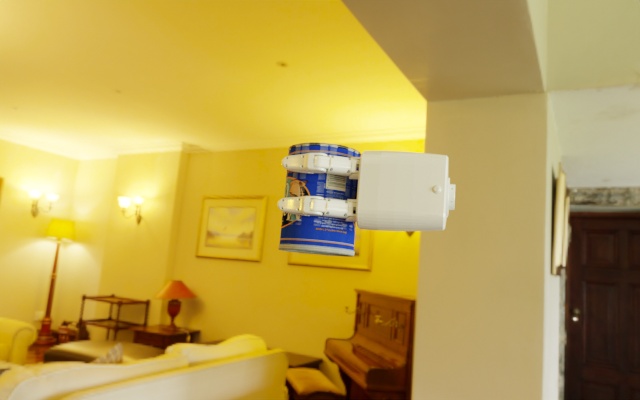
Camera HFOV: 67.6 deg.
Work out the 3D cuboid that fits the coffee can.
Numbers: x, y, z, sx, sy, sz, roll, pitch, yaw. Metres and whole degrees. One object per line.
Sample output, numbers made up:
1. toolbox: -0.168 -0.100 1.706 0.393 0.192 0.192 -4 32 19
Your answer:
1. coffee can: 0.000 0.002 0.653 0.103 0.140 0.103 5 -8 1
